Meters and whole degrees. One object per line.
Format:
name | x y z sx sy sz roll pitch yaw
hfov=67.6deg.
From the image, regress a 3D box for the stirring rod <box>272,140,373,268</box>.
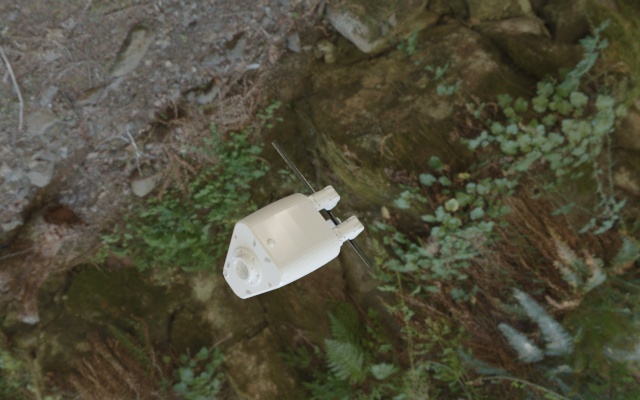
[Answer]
stirring rod | 0.000 0.002 0.712 0.011 0.239 0.011 -36 -12 -9
